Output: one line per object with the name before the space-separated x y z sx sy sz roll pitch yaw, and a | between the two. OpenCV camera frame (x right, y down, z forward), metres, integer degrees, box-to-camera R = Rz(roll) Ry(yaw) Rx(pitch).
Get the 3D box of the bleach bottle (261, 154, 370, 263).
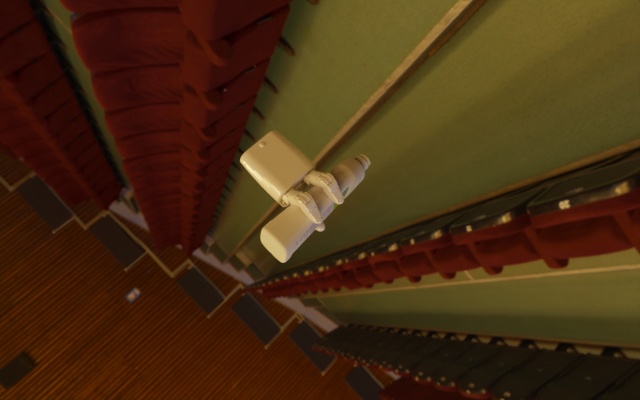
bleach bottle | 0.000 0.003 0.897 0.250 0.068 0.103 -43 -10 -21
